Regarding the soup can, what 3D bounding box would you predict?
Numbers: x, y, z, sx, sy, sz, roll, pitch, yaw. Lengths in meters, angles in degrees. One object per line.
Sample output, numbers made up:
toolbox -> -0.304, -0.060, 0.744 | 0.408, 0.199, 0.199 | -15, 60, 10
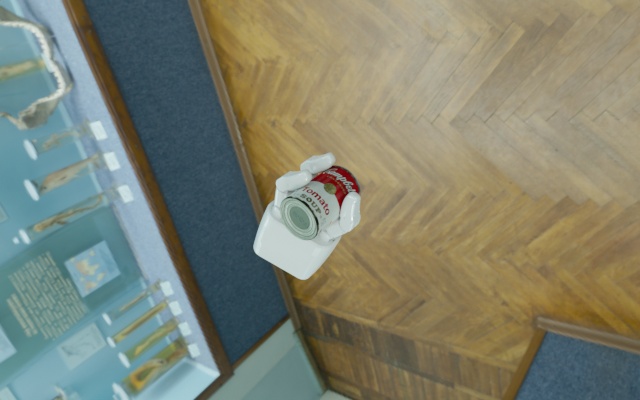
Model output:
soup can -> 0.000, 0.002, 0.666 | 0.068, 0.068, 0.102 | 0, 27, 43
